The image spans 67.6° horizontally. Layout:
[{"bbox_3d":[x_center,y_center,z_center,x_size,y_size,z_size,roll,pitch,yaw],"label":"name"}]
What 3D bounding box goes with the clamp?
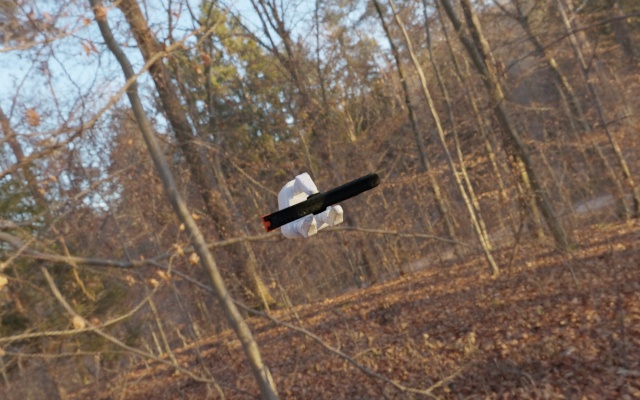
[{"bbox_3d":[-0.001,0.002,0.839,0.210,0.036,0.164,-21,-3,-16],"label":"clamp"}]
